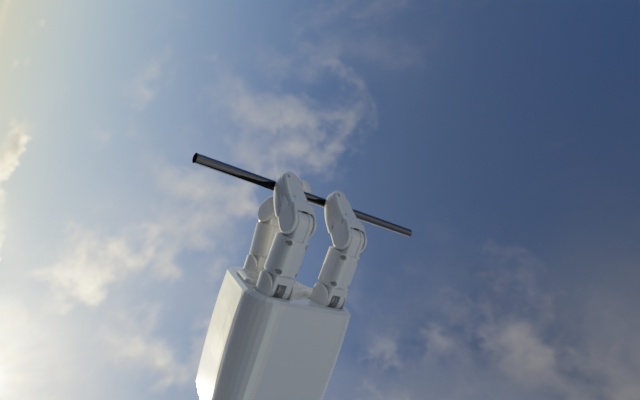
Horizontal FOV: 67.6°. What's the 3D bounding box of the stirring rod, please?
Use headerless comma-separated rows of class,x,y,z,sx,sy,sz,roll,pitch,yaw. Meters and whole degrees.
stirring rod,0.000,0.001,0.416,0.239,0.011,0.011,19,-12,-37
